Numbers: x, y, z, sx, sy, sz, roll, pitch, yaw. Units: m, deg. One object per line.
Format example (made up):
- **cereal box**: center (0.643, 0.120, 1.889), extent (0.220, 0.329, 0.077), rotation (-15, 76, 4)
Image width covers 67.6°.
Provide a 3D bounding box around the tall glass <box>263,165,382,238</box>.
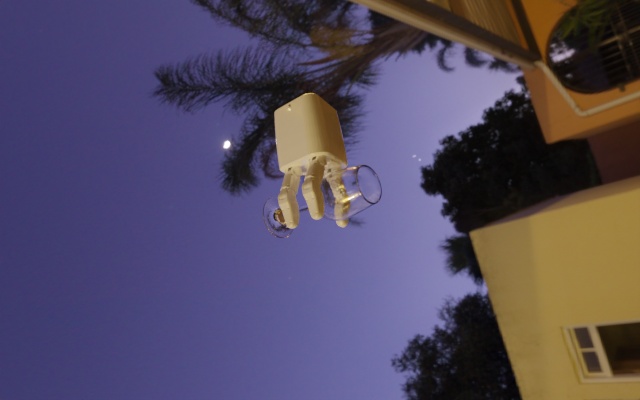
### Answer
- **tall glass**: center (0.000, 0.003, 0.773), extent (0.201, 0.079, 0.079), rotation (-20, -13, 39)
